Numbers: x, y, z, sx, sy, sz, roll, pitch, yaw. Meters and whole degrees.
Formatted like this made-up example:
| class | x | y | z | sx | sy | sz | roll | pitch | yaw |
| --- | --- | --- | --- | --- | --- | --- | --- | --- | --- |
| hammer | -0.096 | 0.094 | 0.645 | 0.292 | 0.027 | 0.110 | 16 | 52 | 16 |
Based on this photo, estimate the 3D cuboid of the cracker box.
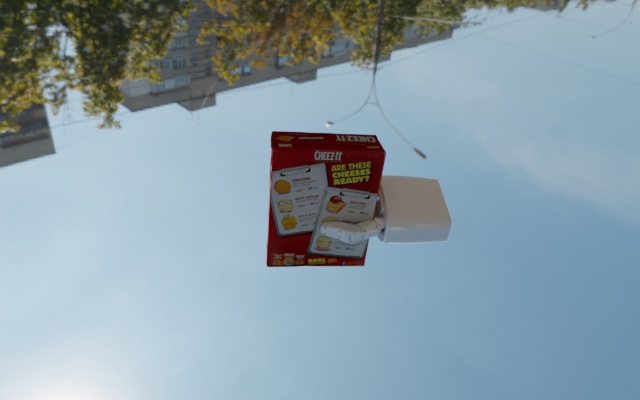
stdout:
| class | x | y | z | sx | sy | sz | roll | pitch | yaw |
| --- | --- | --- | --- | --- | --- | --- | --- | --- | --- |
| cracker box | 0.000 | 0.003 | 0.746 | 0.164 | 0.214 | 0.072 | 1 | 32 | -9 |
